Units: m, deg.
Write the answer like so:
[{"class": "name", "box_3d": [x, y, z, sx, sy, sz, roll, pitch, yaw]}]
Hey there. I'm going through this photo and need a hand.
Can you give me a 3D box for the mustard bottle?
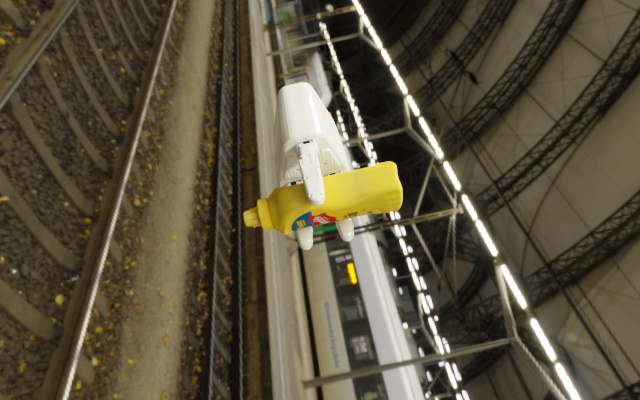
[{"class": "mustard bottle", "box_3d": [0.000, 0.002, 0.587, 0.191, 0.058, 0.096, -12, -12, 1]}]
